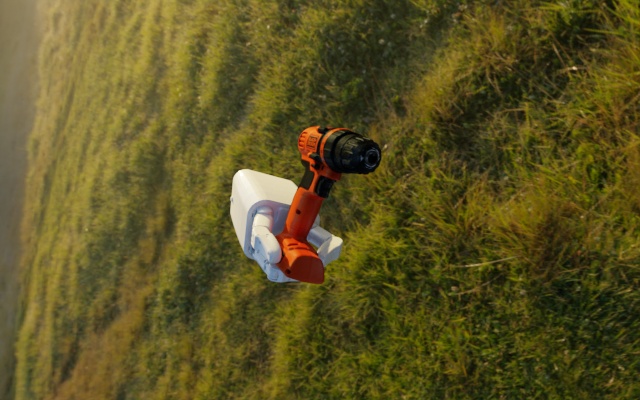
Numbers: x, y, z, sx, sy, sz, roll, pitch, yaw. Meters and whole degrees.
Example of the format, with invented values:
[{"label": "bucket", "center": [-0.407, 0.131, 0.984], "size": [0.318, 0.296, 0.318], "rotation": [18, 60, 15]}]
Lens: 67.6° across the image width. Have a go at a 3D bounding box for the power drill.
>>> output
[{"label": "power drill", "center": [0.000, 0.002, 0.585], "size": [0.057, 0.187, 0.184], "rotation": [18, 5, -22]}]
